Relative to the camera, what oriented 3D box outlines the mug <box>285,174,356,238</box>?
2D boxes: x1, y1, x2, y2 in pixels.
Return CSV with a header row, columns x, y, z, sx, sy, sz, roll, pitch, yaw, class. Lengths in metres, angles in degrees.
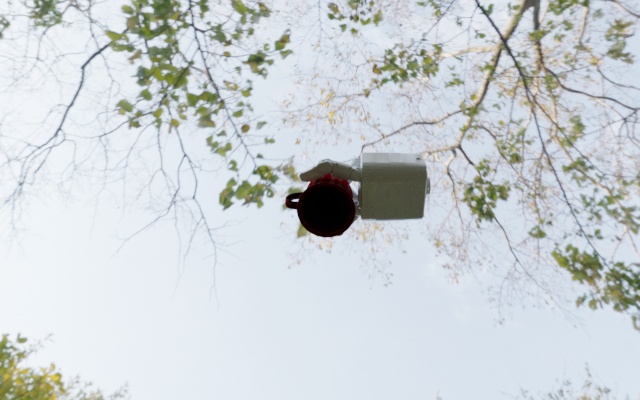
x,y,z,sx,sy,sz,roll,pitch,yaw,class
-0.001,0.003,0.787,0.117,0.093,0.081,1,20,5,mug
